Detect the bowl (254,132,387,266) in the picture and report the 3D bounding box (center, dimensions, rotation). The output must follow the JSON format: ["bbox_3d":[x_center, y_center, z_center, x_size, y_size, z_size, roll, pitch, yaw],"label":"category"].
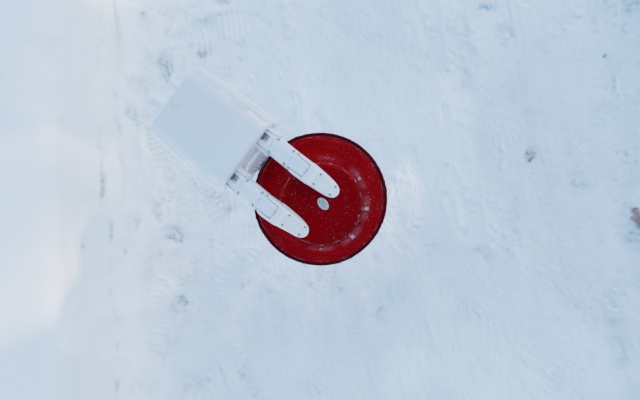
[{"bbox_3d":[0.001,0.002,0.549,0.162,0.162,0.055,0,6,-1],"label":"bowl"}]
